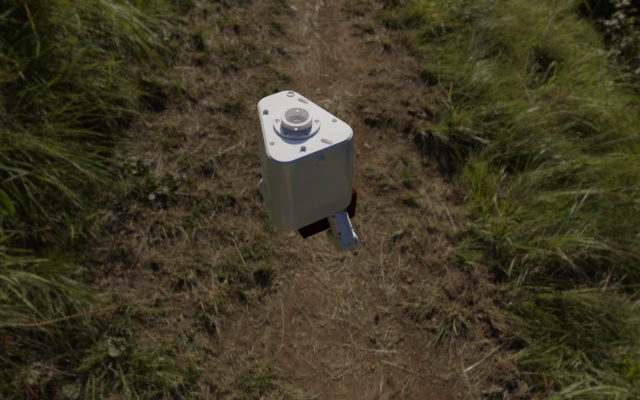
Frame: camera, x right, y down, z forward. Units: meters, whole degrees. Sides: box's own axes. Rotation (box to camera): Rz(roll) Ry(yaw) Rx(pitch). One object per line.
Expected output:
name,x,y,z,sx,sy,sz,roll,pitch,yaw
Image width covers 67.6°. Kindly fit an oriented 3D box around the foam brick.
foam brick,0.000,0.002,0.601,0.078,0.053,0.051,-23,-36,-19
